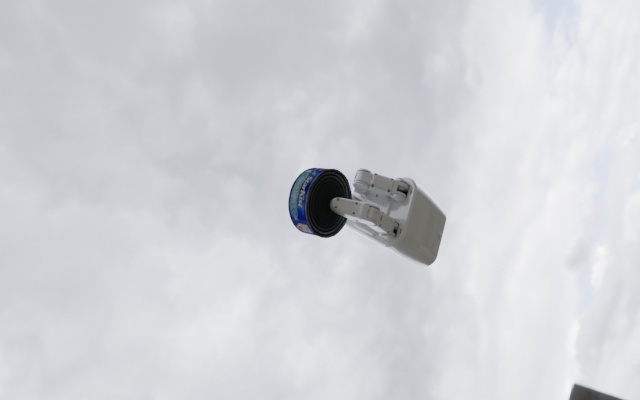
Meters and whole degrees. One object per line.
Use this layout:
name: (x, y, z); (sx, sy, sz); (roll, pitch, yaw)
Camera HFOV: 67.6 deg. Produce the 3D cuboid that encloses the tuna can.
tuna can: (0.000, 0.002, 0.594); (0.034, 0.086, 0.086); (9, 6, 40)
